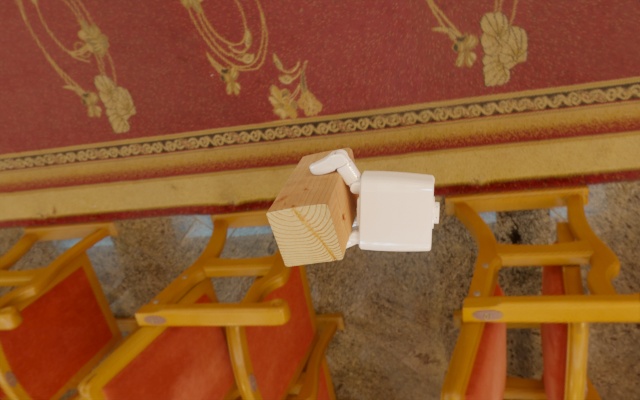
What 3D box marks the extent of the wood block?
[{"bbox_3d":[0.000,0.002,0.737,0.090,0.091,0.206,-9,24,17],"label":"wood block"}]
